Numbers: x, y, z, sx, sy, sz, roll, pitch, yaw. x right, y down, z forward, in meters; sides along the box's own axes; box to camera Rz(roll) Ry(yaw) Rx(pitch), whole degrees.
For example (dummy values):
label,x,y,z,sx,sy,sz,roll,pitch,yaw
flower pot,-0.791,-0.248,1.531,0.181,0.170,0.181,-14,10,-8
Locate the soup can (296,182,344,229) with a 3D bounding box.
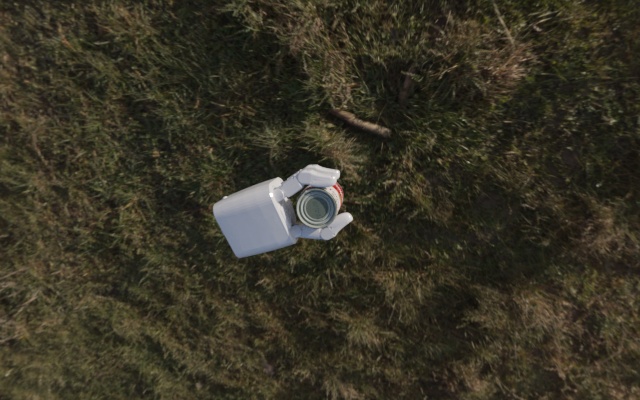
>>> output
label,x,y,z,sx,sy,sz,roll,pitch,yaw
soup can,0.001,0.003,0.794,0.068,0.068,0.102,0,12,8
